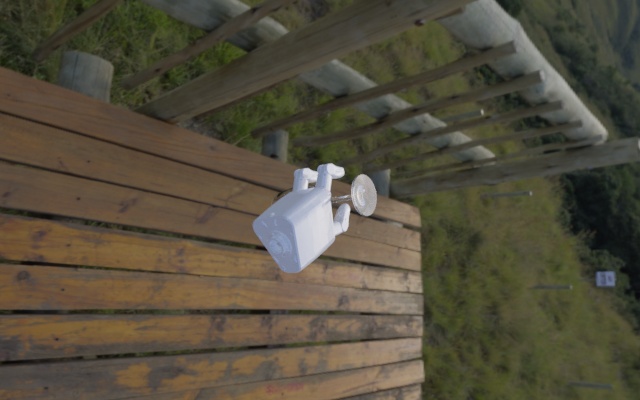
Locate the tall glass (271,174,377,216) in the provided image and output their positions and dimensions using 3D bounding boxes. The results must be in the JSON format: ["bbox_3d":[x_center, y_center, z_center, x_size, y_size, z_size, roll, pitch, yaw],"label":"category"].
[{"bbox_3d":[0.001,0.003,0.889,0.201,0.079,0.079,-9,-6,39],"label":"tall glass"}]
